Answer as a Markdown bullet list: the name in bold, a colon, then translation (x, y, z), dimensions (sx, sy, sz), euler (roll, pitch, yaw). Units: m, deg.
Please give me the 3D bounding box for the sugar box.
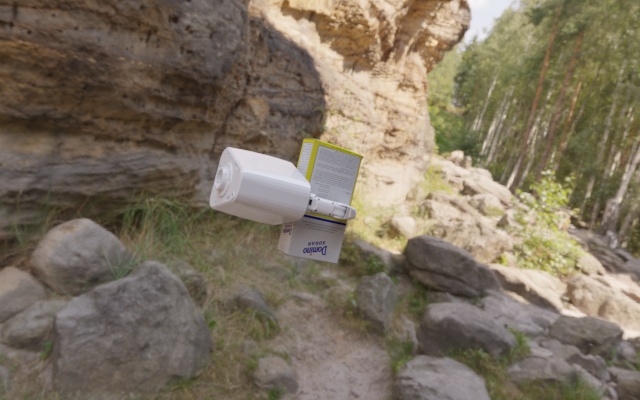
- **sugar box**: translation (0.000, 0.002, 0.733), dimensions (0.093, 0.176, 0.048), euler (15, 2, -30)
